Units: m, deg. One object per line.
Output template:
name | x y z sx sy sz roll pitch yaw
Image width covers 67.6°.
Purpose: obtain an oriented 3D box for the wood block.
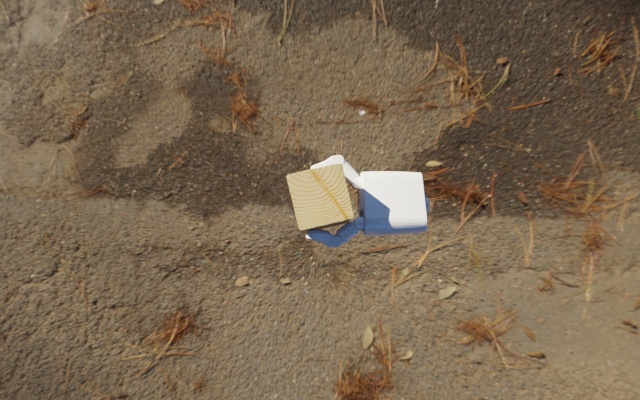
wood block | 0.000 0.002 0.835 0.090 0.091 0.206 -13 -5 -1
